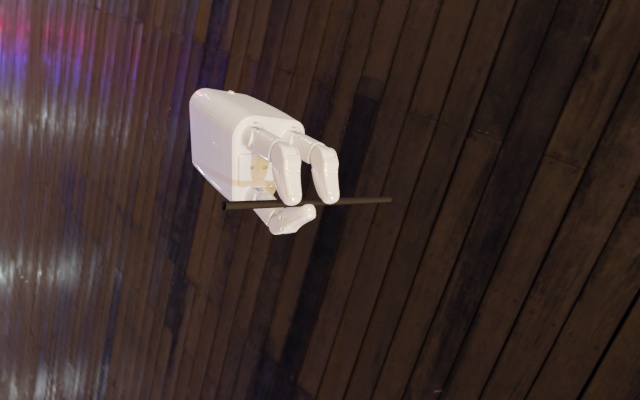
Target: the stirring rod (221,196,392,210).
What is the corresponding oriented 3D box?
[{"bbox_3d":[0.000,0.002,0.499,0.011,0.011,0.239,0,1,44],"label":"stirring rod"}]
